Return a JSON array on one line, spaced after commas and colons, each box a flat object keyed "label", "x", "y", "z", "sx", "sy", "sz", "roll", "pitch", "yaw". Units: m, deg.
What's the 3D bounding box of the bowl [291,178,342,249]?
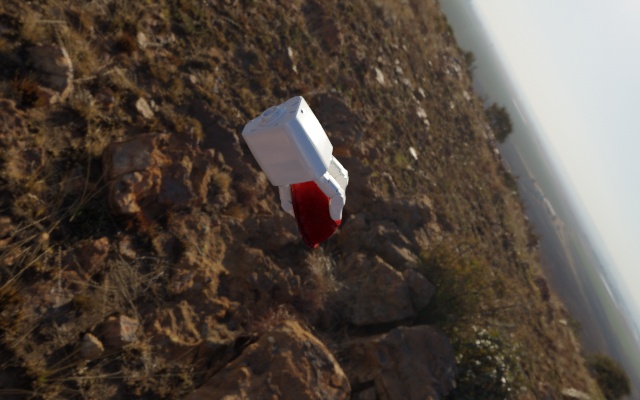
[{"label": "bowl", "x": 0.001, "y": 0.004, "z": 0.857, "sx": 0.055, "sy": 0.162, "sz": 0.162, "roll": -10, "pitch": -3, "yaw": 15}]
